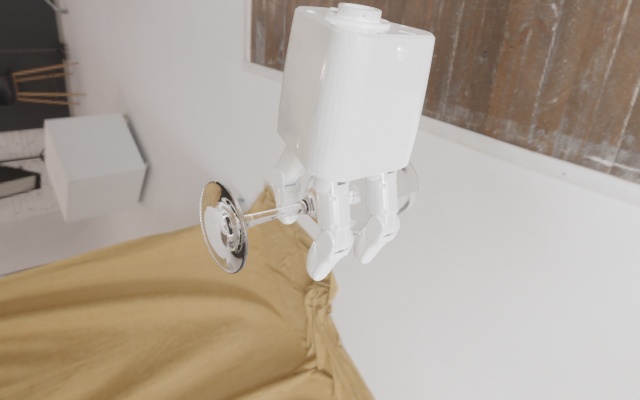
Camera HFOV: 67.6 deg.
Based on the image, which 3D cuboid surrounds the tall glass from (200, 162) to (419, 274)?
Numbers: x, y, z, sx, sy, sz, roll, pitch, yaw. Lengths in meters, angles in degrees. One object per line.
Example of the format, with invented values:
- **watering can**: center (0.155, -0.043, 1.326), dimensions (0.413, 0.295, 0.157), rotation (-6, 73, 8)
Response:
- **tall glass**: center (-0.001, 0.002, 0.431), dimensions (0.201, 0.079, 0.079), rotation (-14, 9, -37)
